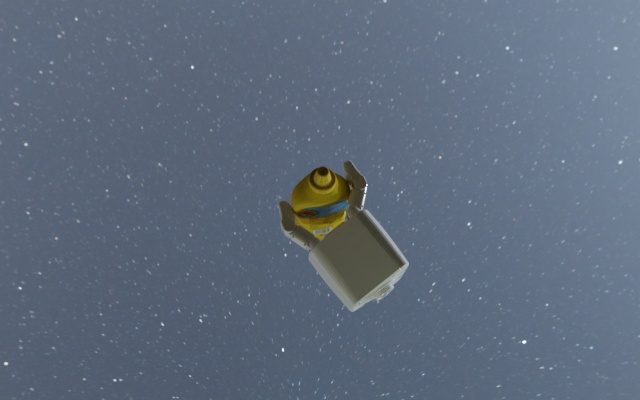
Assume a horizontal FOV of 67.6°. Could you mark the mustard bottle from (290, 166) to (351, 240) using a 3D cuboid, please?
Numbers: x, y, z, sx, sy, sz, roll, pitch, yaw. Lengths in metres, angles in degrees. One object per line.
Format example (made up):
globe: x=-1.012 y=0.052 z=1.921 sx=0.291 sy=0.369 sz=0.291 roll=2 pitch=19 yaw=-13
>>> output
mustard bottle: x=0.000 y=0.002 z=0.767 sx=0.096 sy=0.058 sz=0.192 roll=-10 pitch=-26 yaw=-7
